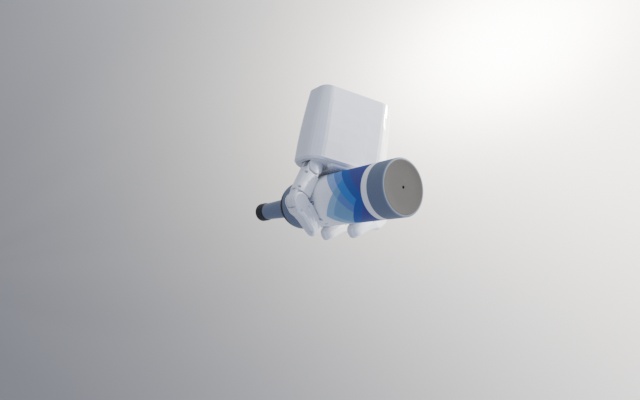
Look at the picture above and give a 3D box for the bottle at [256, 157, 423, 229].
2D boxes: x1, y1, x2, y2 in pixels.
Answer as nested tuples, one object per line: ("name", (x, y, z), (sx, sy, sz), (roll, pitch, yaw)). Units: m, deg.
("bottle", (0.000, 0.002, 0.633), (0.069, 0.069, 0.296), (0, -7, -38))
